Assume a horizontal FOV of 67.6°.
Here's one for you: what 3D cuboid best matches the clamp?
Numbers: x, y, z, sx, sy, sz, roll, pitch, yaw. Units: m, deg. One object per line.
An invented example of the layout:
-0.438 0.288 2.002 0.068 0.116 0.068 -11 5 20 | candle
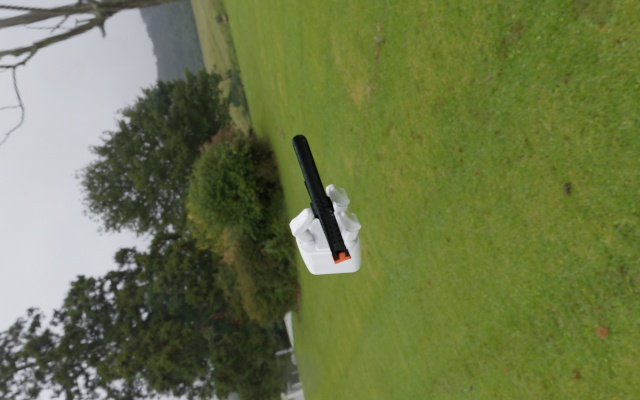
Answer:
0.000 0.003 0.790 0.036 0.209 0.165 -20 -32 -2 | clamp
